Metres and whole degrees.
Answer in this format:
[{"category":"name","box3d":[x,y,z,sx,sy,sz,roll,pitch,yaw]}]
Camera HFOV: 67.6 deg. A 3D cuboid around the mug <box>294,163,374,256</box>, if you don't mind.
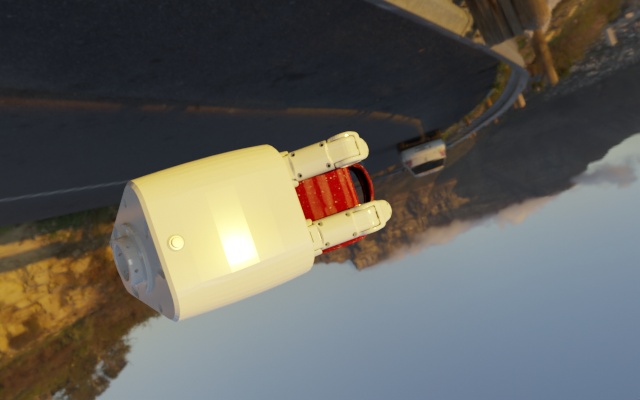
[{"category":"mug","box3d":[0.001,0.001,0.421,0.117,0.081,0.093,-17,-1,-36]}]
